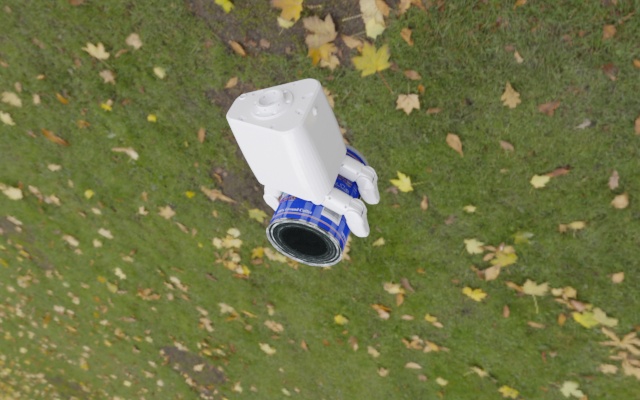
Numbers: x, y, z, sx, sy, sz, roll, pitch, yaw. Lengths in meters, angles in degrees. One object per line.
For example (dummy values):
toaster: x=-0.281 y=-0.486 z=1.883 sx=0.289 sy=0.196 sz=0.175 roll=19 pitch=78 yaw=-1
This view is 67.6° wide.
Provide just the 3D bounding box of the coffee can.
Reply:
coffee can: x=0.000 y=0.002 z=0.643 sx=0.103 sy=0.140 sz=0.103 roll=14 pitch=-35 yaw=10
